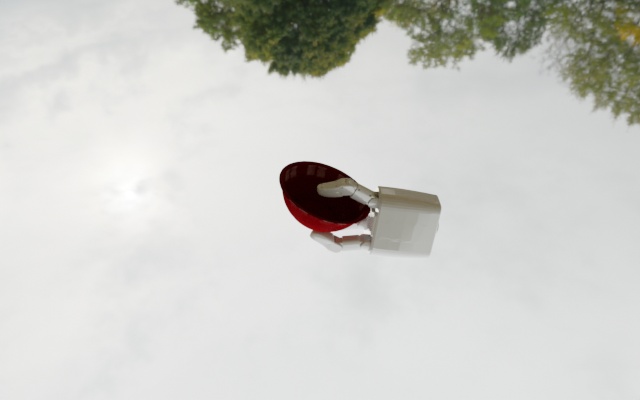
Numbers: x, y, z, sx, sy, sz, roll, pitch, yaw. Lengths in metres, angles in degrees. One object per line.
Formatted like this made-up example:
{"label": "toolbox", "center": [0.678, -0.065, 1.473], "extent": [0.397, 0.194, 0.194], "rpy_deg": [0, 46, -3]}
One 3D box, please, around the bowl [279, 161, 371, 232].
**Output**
{"label": "bowl", "center": [-0.001, 0.002, 0.800], "extent": [0.162, 0.055, 0.162], "rpy_deg": [17, 35, -12]}
